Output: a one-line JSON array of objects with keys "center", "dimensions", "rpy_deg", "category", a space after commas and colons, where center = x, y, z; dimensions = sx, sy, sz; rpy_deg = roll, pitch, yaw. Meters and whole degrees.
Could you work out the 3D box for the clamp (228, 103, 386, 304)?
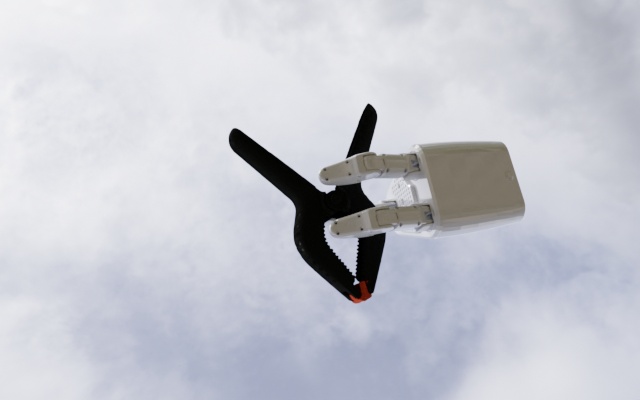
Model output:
[{"center": [0.000, 0.002, 0.484], "dimensions": [0.164, 0.210, 0.036], "rpy_deg": [-7, -16, -14], "category": "clamp"}]
